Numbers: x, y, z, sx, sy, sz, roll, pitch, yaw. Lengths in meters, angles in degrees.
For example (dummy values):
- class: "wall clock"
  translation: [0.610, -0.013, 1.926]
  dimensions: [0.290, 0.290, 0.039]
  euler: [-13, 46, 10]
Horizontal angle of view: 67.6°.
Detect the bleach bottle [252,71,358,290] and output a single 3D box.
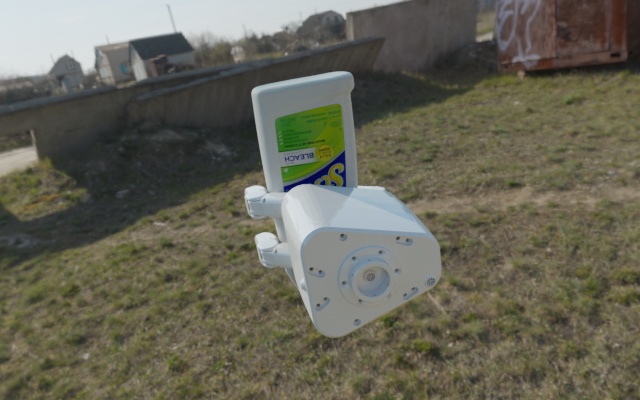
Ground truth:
- class: "bleach bottle"
  translation: [0.000, 0.002, 0.498]
  dimensions: [0.102, 0.251, 0.068]
  euler: [-12, 19, -6]
